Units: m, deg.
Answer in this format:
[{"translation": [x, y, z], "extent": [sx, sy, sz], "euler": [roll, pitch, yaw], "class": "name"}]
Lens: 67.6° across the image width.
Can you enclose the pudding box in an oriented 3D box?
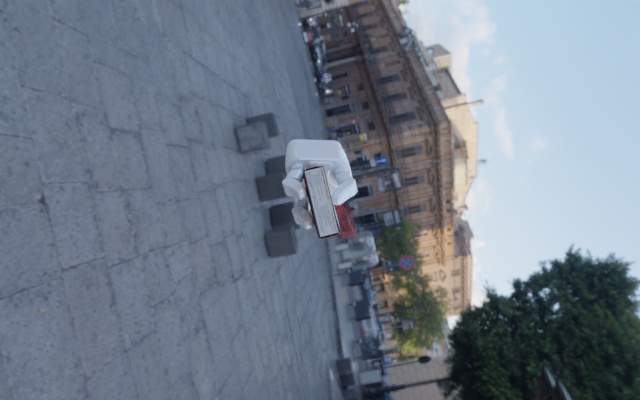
[{"translation": [0.000, 0.002, 0.774], "extent": [0.039, 0.113, 0.090], "euler": [-16, 0, 0], "class": "pudding box"}]
